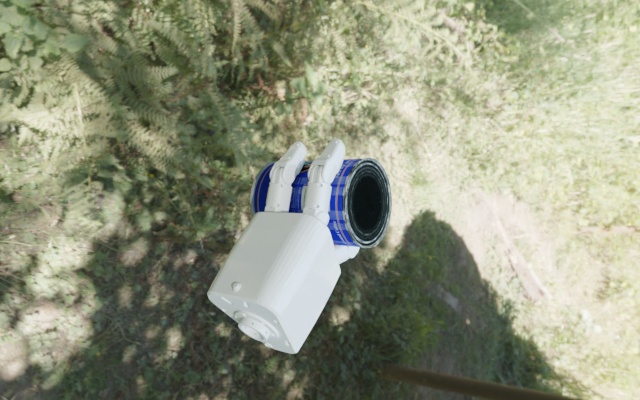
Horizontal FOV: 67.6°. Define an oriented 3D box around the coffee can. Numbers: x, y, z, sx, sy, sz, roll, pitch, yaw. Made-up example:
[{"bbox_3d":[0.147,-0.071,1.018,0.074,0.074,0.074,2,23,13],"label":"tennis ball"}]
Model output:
[{"bbox_3d":[0.000,0.002,0.576,0.140,0.103,0.103,1,1,37],"label":"coffee can"}]
